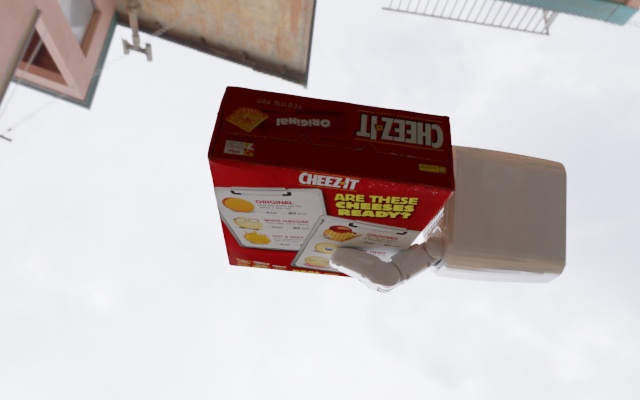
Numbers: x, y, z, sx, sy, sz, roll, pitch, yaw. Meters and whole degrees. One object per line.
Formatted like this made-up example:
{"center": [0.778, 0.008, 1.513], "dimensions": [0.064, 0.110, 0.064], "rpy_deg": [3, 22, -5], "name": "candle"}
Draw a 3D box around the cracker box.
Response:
{"center": [0.000, 0.002, 0.414], "dimensions": [0.164, 0.072, 0.214], "rpy_deg": [7, -27, -3], "name": "cracker box"}
